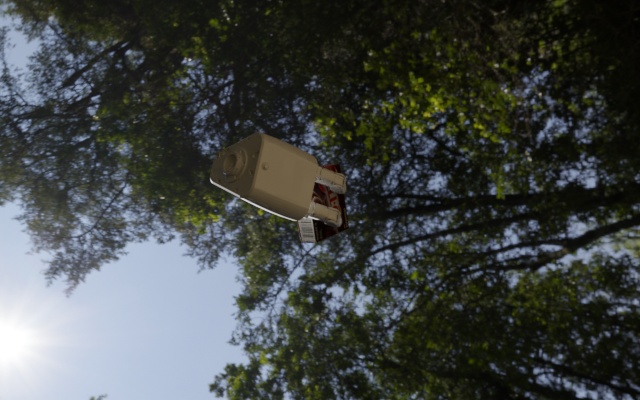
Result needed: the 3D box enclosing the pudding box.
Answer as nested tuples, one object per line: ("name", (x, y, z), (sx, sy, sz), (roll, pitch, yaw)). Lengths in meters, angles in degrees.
("pudding box", (0.000, 0.003, 0.763), (0.039, 0.113, 0.090), (1, 13, 40))
